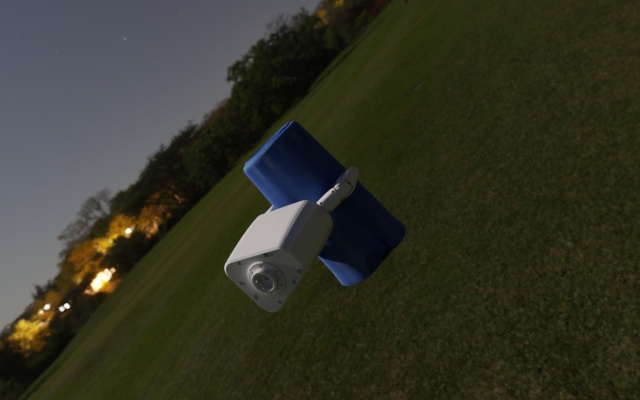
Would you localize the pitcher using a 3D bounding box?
[{"bbox_3d":[0.000,0.002,0.730,0.149,0.243,0.145,-36,13,34],"label":"pitcher"}]
